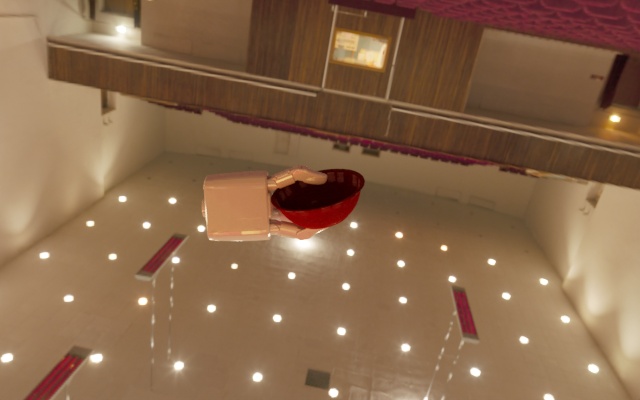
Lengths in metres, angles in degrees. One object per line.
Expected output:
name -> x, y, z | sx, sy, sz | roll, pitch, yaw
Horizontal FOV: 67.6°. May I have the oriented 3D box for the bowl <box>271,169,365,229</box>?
bowl -> 0.002, 0.003, 0.811 | 0.162, 0.055, 0.162 | -12, 24, 5
